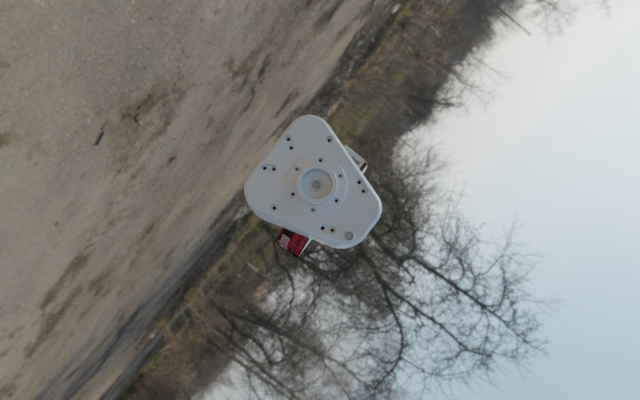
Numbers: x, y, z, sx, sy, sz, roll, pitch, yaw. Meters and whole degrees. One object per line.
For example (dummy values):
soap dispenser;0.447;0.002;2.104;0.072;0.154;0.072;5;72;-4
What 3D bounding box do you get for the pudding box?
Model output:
pudding box;0.000;0.002;0.550;0.039;0.113;0.090;39;-33;4
